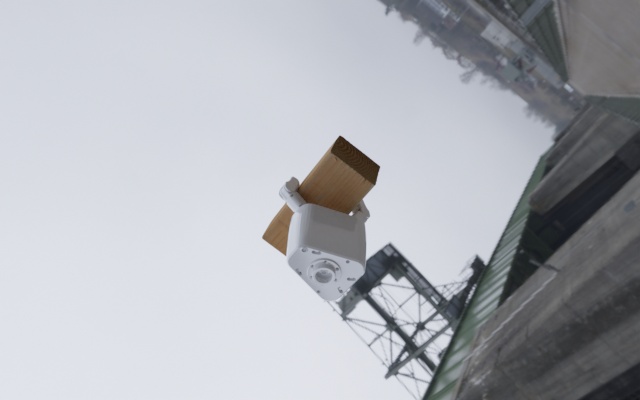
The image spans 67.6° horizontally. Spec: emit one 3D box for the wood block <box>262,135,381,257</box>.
[{"bbox_3d":[0.000,0.003,0.816,0.091,0.206,0.090,37,27,-6],"label":"wood block"}]
